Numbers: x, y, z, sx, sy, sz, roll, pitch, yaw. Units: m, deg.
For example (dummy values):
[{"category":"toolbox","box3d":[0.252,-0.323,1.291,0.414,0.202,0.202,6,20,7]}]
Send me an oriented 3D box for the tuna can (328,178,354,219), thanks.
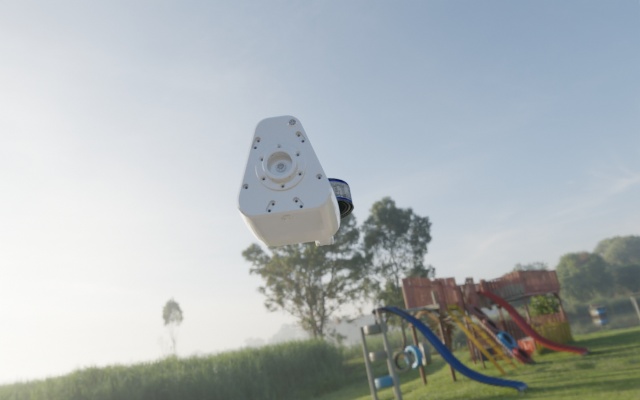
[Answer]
[{"category":"tuna can","box3d":[0.000,0.002,0.641,0.086,0.033,0.086,-9,-22,-3]}]
